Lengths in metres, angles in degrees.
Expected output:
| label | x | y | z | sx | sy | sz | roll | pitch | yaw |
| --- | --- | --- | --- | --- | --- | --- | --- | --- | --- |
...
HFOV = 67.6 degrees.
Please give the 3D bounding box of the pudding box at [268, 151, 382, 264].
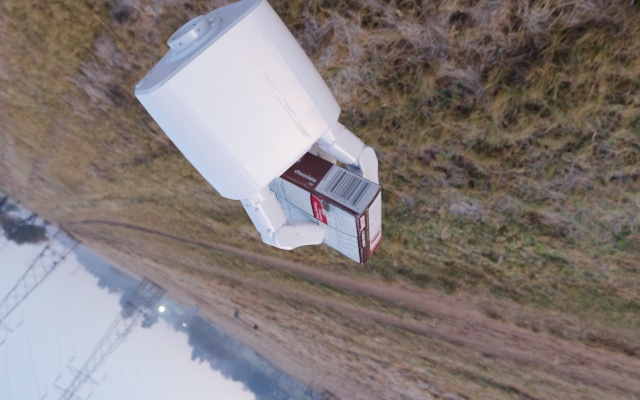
| label | x | y | z | sx | sy | sz | roll | pitch | yaw |
| --- | --- | --- | --- | --- | --- | --- | --- | --- | --- |
| pudding box | 0.000 | 0.002 | 0.439 | 0.113 | 0.039 | 0.090 | 29 | -25 | 24 |
